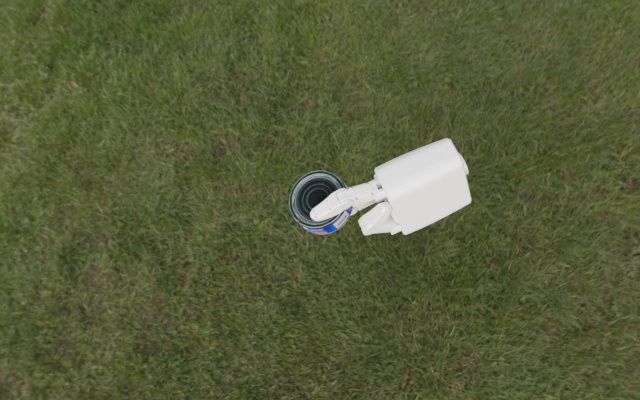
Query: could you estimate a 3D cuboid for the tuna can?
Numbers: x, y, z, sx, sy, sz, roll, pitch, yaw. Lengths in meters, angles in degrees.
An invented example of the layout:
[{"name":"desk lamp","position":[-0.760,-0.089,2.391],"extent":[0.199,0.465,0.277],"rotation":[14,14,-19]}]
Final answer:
[{"name":"tuna can","position":[0.000,0.002,0.664],"extent":[0.086,0.086,0.034],"rotation":[0,-17,18]}]
